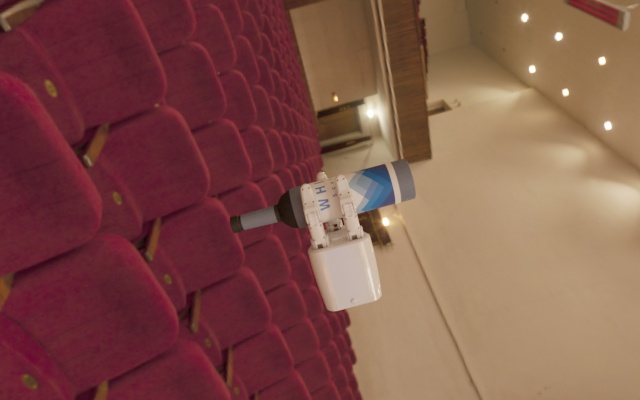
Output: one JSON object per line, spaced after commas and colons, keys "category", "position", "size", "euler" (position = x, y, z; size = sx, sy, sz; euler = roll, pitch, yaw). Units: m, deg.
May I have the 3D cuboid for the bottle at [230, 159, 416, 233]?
{"category": "bottle", "position": [0.000, 0.002, 0.766], "size": [0.296, 0.069, 0.069], "euler": [-15, 0, 1]}
